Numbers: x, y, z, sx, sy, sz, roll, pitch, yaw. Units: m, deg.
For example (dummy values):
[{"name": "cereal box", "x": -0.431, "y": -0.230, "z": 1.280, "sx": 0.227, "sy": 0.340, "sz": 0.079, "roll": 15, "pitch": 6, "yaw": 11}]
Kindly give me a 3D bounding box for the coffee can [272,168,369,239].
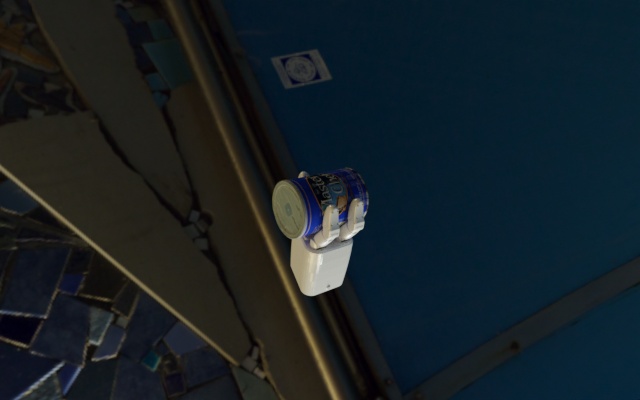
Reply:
[{"name": "coffee can", "x": 0.000, "y": 0.003, "z": 0.851, "sx": 0.140, "sy": 0.103, "sz": 0.103, "roll": -14, "pitch": 8, "yaw": -34}]
